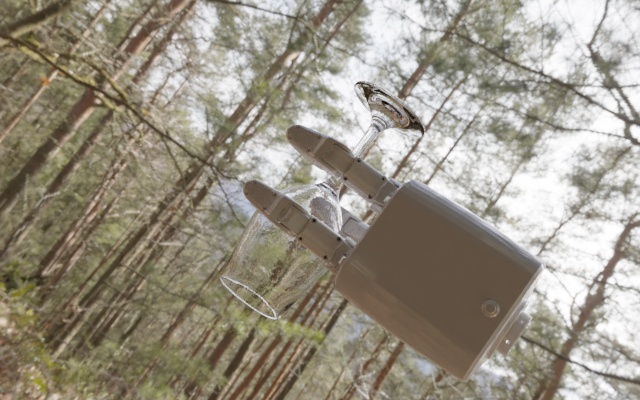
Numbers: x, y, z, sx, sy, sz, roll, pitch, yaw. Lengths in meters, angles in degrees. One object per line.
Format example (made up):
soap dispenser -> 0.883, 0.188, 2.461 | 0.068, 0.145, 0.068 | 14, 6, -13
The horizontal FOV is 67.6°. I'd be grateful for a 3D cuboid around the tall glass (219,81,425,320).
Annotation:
tall glass -> 0.000, 0.001, 0.403 | 0.079, 0.201, 0.079 | 37, -4, 3
